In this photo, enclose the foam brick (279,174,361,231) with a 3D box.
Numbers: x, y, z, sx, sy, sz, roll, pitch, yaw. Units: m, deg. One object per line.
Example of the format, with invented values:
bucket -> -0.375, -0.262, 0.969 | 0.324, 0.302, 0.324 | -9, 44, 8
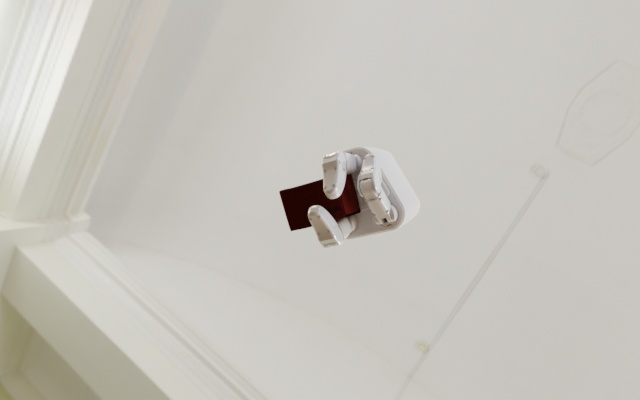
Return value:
foam brick -> 0.000, 0.002, 0.582 | 0.078, 0.053, 0.051 | -14, 0, 25
